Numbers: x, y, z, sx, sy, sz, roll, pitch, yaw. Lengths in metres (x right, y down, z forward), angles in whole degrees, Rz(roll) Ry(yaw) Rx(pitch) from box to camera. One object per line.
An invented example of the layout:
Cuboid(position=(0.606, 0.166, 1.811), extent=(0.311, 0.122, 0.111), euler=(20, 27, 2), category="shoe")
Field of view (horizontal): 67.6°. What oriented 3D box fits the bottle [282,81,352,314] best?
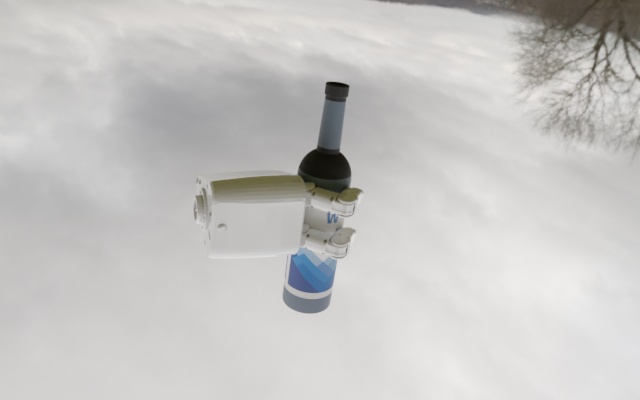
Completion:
Cuboid(position=(0.000, 0.002, 0.598), extent=(0.069, 0.296, 0.069), euler=(7, 24, -3), category="bottle")
